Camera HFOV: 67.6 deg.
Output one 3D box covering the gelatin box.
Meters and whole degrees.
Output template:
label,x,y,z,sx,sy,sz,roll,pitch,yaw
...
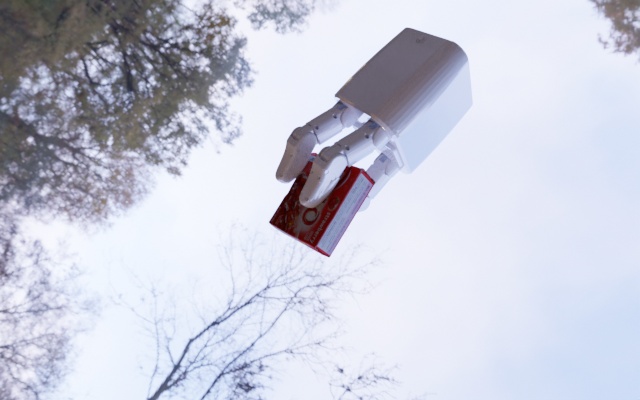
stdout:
label,x,y,z,sx,sy,sz,roll,pitch,yaw
gelatin box,0.000,0.002,0.470,0.073,0.089,0.030,24,-11,44
